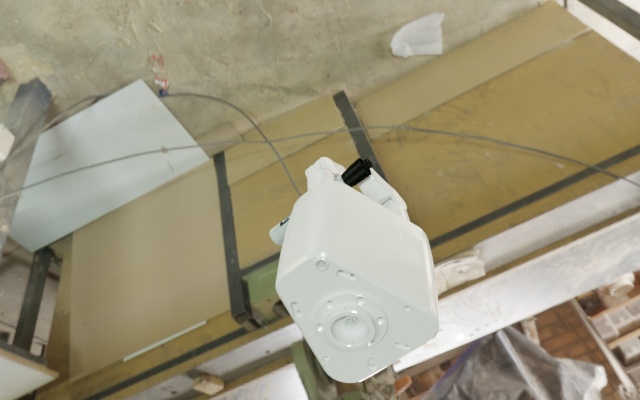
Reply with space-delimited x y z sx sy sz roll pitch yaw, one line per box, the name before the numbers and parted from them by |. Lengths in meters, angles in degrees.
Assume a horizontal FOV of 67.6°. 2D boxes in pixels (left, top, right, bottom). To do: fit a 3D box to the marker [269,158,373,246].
marker | 0.000 0.001 0.444 0.121 0.020 0.020 -39 -17 22
